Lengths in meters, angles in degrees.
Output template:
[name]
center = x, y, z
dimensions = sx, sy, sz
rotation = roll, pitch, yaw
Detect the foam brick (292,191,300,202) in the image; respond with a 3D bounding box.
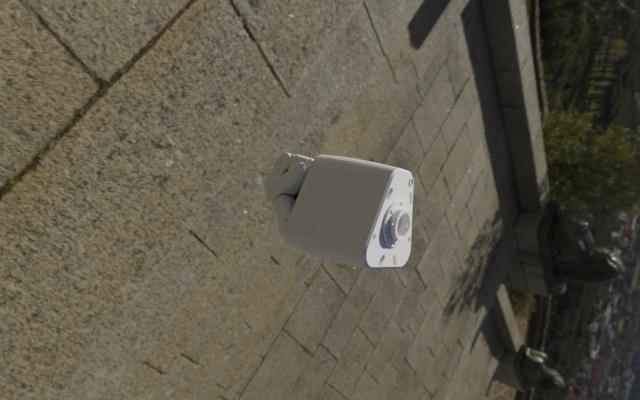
[foam brick]
center = 0.000, 0.002, 0.601
dimensions = 0.051, 0.053, 0.078
rotation = 11, 1, 39
